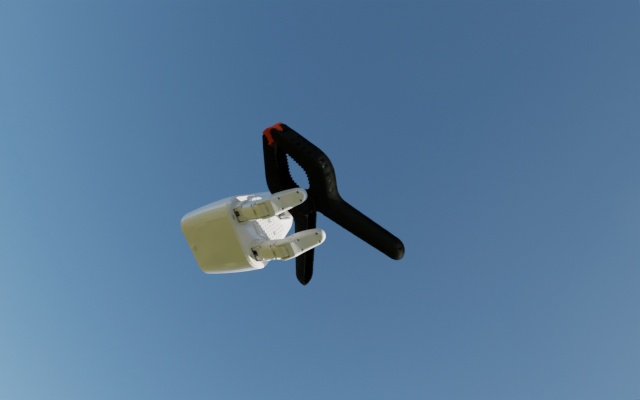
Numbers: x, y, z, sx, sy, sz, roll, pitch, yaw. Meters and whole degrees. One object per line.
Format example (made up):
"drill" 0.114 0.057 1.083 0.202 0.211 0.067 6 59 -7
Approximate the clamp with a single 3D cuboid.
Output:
"clamp" 0.000 0.001 0.572 0.164 0.210 0.036 -14 15 36
